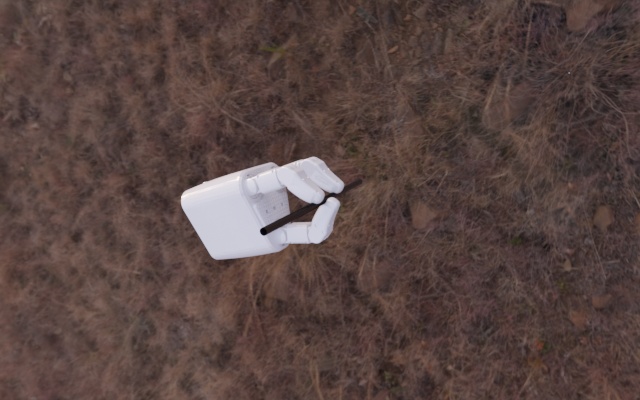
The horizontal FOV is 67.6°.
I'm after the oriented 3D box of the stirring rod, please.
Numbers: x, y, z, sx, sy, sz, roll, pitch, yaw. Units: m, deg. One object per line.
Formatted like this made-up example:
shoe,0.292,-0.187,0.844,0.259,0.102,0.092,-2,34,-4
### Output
stirring rod,0.000,0.002,0.553,0.011,0.011,0.239,0,13,27
